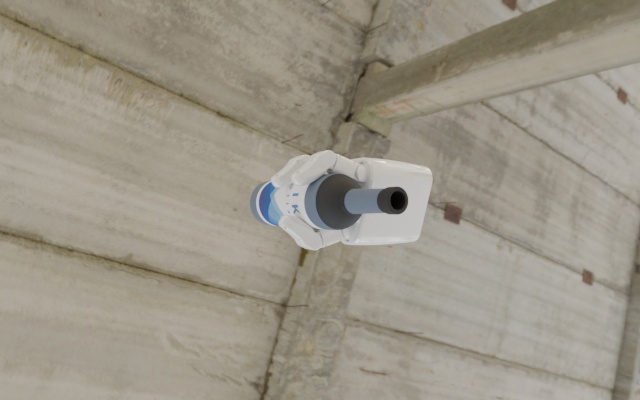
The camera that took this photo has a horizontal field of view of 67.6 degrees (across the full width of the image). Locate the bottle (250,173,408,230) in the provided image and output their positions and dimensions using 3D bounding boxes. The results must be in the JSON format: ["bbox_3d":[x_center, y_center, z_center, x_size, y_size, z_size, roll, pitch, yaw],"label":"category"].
[{"bbox_3d":[0.000,0.002,0.588,0.069,0.069,0.295,0,-1,-31],"label":"bottle"}]
